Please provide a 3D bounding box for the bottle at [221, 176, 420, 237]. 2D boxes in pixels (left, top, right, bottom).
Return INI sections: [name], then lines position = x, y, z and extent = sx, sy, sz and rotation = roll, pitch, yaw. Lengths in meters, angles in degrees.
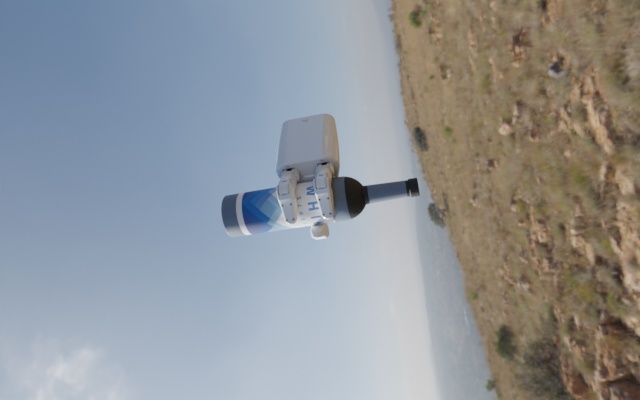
[bottle]
position = 0.000, 0.002, 0.725
extent = 0.296, 0.069, 0.069
rotation = -9, -2, 10
